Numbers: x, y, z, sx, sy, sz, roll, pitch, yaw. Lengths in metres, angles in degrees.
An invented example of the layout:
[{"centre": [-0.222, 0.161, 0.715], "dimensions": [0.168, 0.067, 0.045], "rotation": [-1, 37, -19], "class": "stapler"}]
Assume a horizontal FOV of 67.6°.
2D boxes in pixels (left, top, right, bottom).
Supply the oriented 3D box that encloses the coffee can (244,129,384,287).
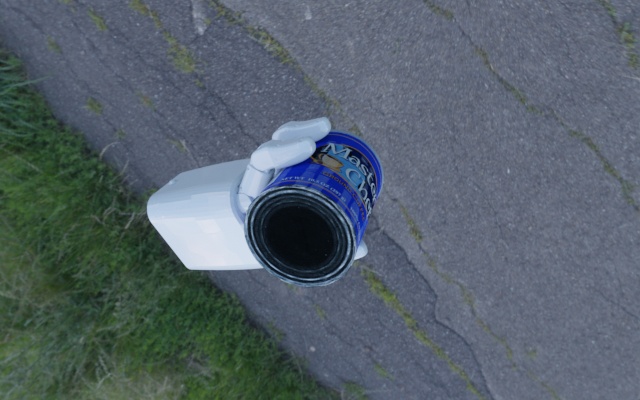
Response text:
[{"centre": [0.000, 0.002, 0.468], "dimensions": [0.103, 0.103, 0.140], "rotation": [0, 27, 18], "class": "coffee can"}]
